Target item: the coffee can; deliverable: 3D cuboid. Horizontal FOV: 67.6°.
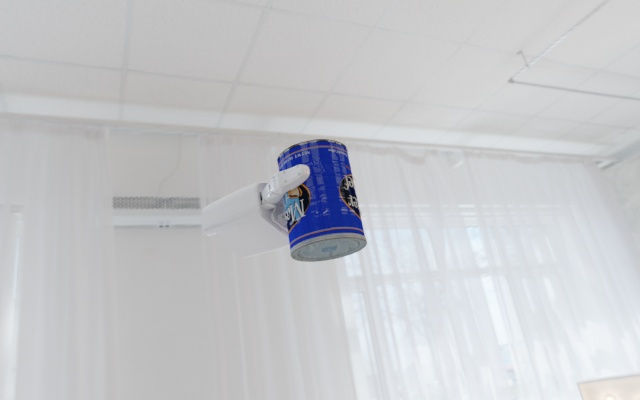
[{"bbox_3d":[0.000,0.002,0.653,0.103,0.140,0.103,-9,-21,-3],"label":"coffee can"}]
